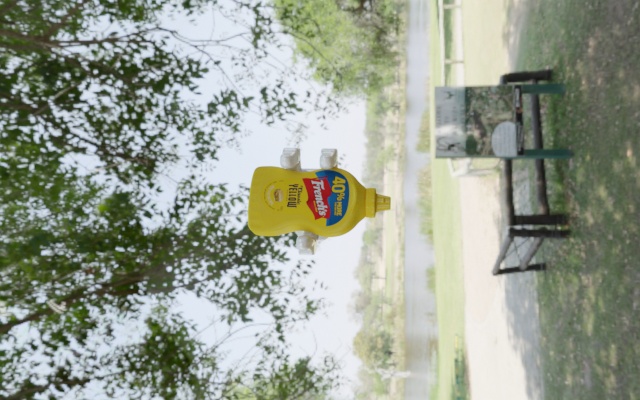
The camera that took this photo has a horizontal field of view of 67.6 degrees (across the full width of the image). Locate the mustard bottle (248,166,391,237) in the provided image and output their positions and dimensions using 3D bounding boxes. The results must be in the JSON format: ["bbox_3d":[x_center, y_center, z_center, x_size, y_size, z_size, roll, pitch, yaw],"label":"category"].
[{"bbox_3d":[0.000,0.002,0.657,0.191,0.096,0.058,1,-19,8],"label":"mustard bottle"}]
